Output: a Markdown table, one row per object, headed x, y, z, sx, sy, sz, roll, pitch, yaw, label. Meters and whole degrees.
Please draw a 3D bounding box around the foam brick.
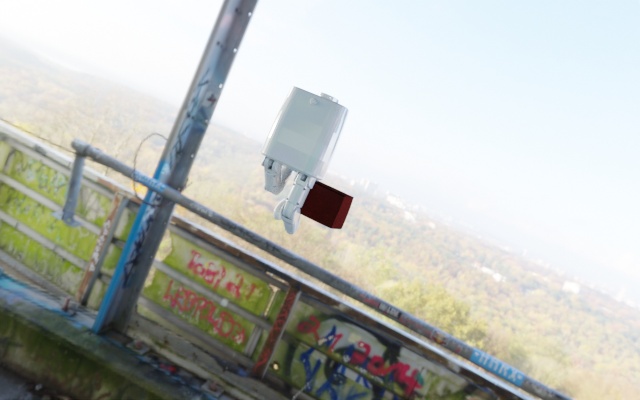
| x | y | z | sx | sy | sz | roll | pitch | yaw | label |
| --- | --- | --- | --- | --- | --- | --- | --- | --- | --- |
| 0.000 | 0.002 | 0.688 | 0.078 | 0.051 | 0.053 | 25 | 5 | 17 | foam brick |
